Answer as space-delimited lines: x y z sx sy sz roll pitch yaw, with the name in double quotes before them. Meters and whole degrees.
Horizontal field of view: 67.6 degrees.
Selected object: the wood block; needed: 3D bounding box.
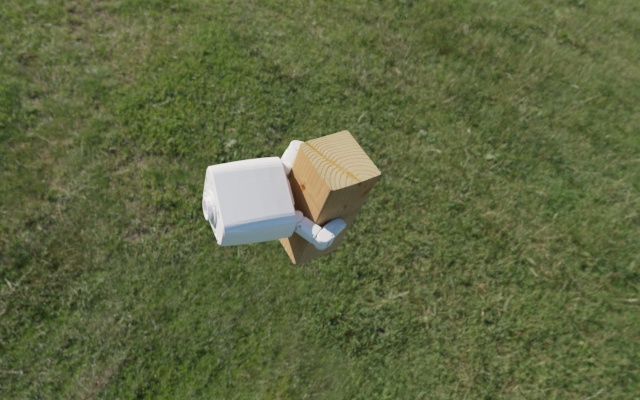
"wood block" 0.000 0.003 0.742 0.090 0.090 0.206 -20 -27 -30
